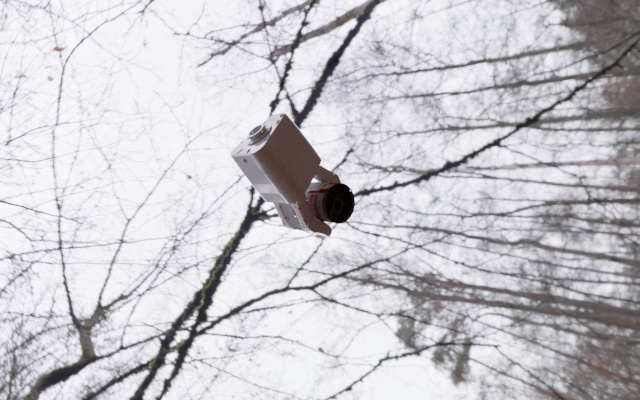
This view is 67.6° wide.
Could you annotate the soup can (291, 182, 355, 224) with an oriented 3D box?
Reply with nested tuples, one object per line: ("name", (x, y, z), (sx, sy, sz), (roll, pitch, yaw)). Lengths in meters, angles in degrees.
("soup can", (0.000, 0.003, 0.826), (0.068, 0.068, 0.102), (0, 2, -40))
